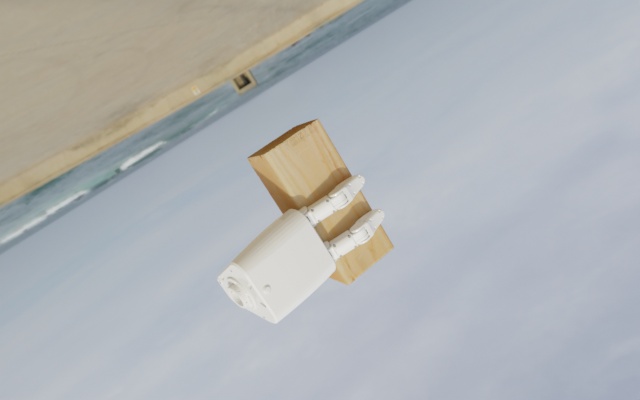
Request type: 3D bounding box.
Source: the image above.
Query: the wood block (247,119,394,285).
[{"bbox_3d":[0.000,0.002,0.660,0.090,0.206,0.091,-37,15,-19],"label":"wood block"}]
